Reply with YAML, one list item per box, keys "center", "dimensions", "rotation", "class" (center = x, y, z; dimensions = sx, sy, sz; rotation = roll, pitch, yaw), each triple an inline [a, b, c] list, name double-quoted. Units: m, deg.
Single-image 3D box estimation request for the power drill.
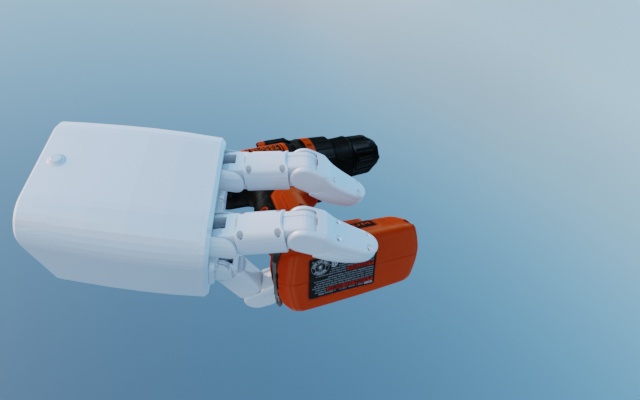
- center: [0.000, 0.002, 0.404]
  dimensions: [0.184, 0.057, 0.187]
  rotation: [-14, 33, -19]
  class: "power drill"
